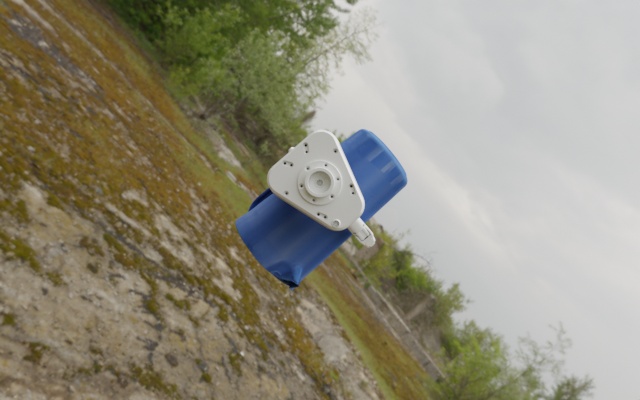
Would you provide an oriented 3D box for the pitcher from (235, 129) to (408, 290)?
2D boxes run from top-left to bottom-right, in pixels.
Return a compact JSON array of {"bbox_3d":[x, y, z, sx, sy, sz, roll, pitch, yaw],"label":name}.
[{"bbox_3d":[0.000,0.002,0.714,0.243,0.149,0.145,-39,-3,1],"label":"pitcher"}]
